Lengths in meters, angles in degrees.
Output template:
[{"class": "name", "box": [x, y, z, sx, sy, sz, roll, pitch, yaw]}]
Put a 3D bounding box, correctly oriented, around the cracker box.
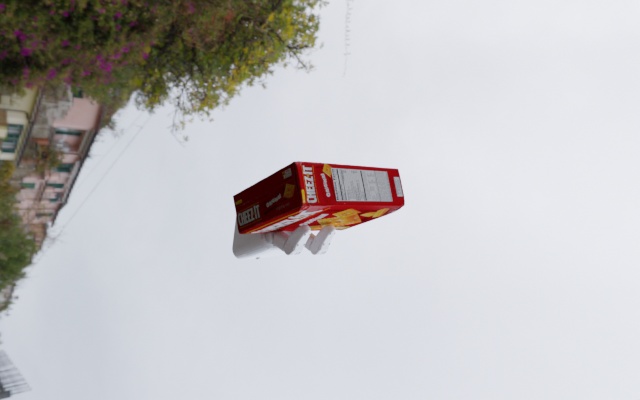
[{"class": "cracker box", "box": [0.000, 0.002, 0.742, 0.214, 0.072, 0.164, 0, -16, -41]}]
